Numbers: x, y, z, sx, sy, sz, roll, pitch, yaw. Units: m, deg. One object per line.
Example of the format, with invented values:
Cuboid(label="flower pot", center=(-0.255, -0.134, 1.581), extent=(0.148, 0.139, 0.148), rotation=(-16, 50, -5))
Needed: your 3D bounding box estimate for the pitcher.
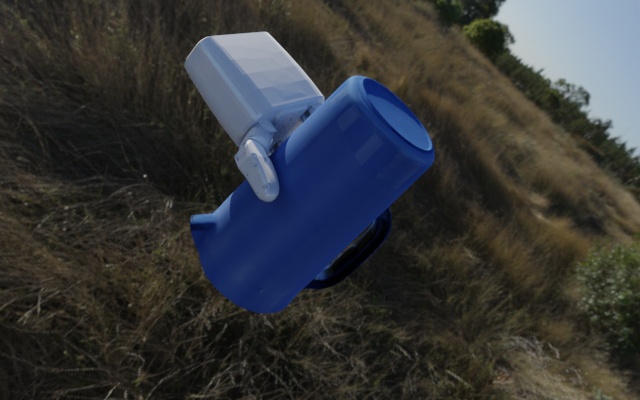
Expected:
Cuboid(label="pitcher", center=(0.000, 0.001, 0.485), extent=(0.243, 0.145, 0.149), rotation=(-43, -13, 28))
